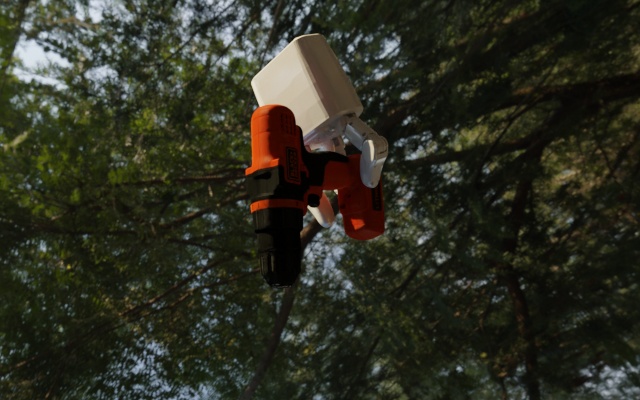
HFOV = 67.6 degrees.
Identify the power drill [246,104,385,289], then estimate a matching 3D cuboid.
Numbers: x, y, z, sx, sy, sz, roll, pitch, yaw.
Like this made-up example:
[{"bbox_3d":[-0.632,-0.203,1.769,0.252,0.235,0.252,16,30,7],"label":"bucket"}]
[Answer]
[{"bbox_3d":[0.000,0.002,0.525,0.057,0.184,0.188,-10,-13,37],"label":"power drill"}]
